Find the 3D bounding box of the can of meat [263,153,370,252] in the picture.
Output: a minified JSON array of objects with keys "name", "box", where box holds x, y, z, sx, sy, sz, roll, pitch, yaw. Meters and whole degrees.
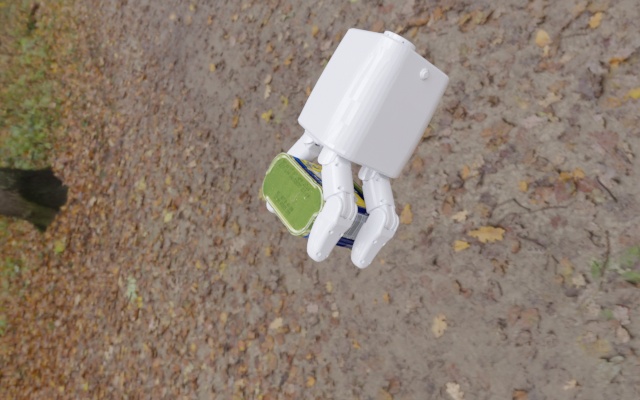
[{"name":"can of meat","box":[0.000,0.001,0.474,0.084,0.057,0.102,18,20,-42]}]
